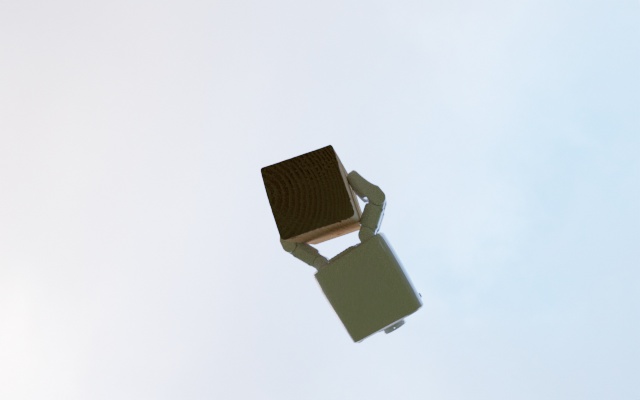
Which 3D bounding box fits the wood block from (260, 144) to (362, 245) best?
[{"bbox_3d":[0.000,0.003,0.636,0.091,0.090,0.206,-19,-10,6],"label":"wood block"}]
